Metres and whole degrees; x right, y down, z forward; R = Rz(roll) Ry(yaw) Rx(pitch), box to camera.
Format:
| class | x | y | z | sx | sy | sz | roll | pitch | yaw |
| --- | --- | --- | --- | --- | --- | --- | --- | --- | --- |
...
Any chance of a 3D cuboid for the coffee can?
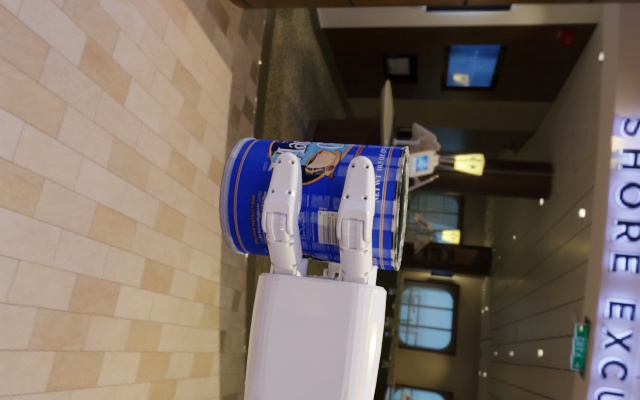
| class | x | y | z | sx | sy | sz | roll | pitch | yaw |
| --- | --- | --- | --- | --- | --- | --- | --- | --- | --- |
| coffee can | 0.000 | 0.001 | 0.407 | 0.140 | 0.103 | 0.103 | 5 | 1 | 13 |
